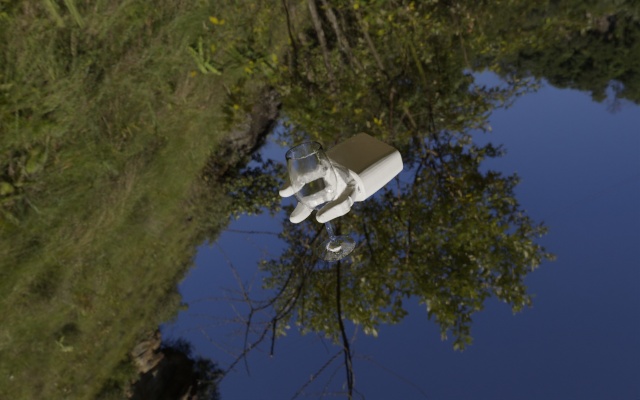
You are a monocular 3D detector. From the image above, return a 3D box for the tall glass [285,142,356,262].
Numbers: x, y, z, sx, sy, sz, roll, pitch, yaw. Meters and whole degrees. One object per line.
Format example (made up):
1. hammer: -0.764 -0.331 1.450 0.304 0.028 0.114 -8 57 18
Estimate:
1. tall glass: 0.000 0.003 0.813 0.079 0.201 0.079 -15 28 8
